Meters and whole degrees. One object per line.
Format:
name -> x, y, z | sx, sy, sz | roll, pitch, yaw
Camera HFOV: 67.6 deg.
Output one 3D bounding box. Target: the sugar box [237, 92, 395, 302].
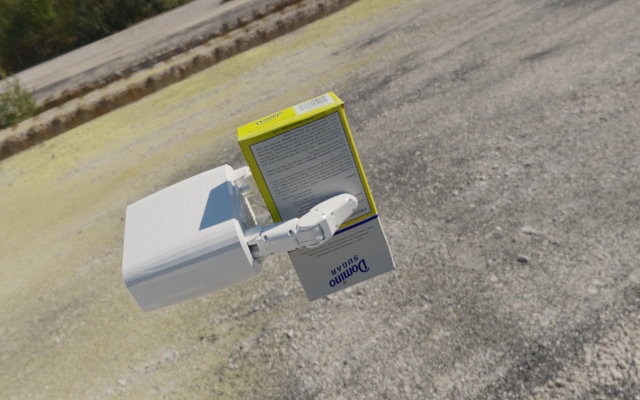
sugar box -> 0.000, 0.001, 0.439 | 0.093, 0.176, 0.048 | -21, 28, -1
